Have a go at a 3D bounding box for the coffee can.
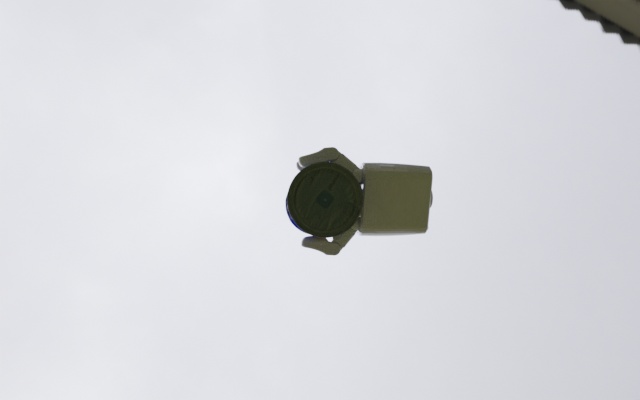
[{"bbox_3d":[0.000,0.002,0.709,0.103,0.103,0.140,0,-3,-5],"label":"coffee can"}]
